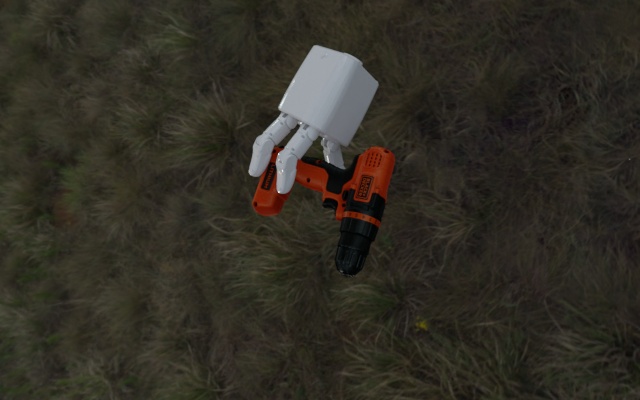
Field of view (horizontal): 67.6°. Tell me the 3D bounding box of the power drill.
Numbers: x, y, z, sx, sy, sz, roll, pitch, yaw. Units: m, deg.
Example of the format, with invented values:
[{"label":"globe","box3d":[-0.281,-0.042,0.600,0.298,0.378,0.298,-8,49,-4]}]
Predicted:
[{"label":"power drill","box3d":[0.000,0.002,0.681,0.187,0.184,0.057,12,-15,23]}]
